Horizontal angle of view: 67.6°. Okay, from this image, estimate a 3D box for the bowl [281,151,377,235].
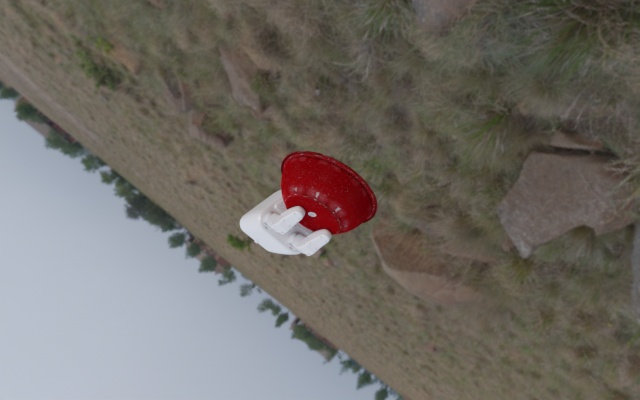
[{"bbox_3d":[0.000,0.002,0.707,0.162,0.055,0.162,22,-31,14],"label":"bowl"}]
